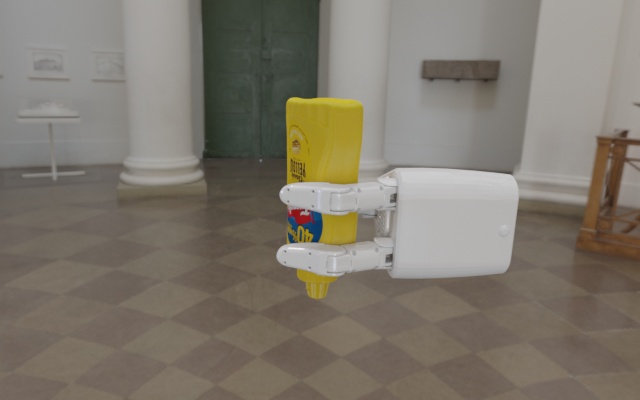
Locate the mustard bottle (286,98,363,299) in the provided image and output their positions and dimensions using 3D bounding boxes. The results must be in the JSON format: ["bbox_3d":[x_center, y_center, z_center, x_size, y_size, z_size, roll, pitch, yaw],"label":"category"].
[{"bbox_3d":[0.000,0.001,0.452,0.058,0.192,0.096,-6,16,-28],"label":"mustard bottle"}]
